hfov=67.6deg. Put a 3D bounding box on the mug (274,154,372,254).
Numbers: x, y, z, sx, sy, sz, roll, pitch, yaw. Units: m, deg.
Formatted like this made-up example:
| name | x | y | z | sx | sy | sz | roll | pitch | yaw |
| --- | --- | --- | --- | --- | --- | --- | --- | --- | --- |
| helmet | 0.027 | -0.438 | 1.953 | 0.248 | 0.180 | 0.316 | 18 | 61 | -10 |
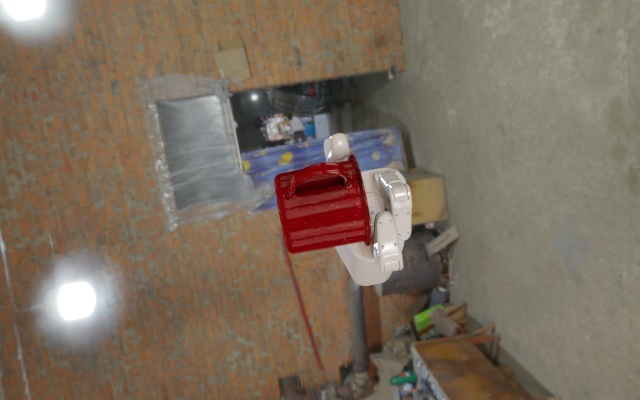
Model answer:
| name | x | y | z | sx | sy | sz | roll | pitch | yaw |
| --- | --- | --- | --- | --- | --- | --- | --- | --- | --- |
| mug | 0.000 | 0.001 | 0.463 | 0.081 | 0.093 | 0.117 | -10 | -27 | -2 |
